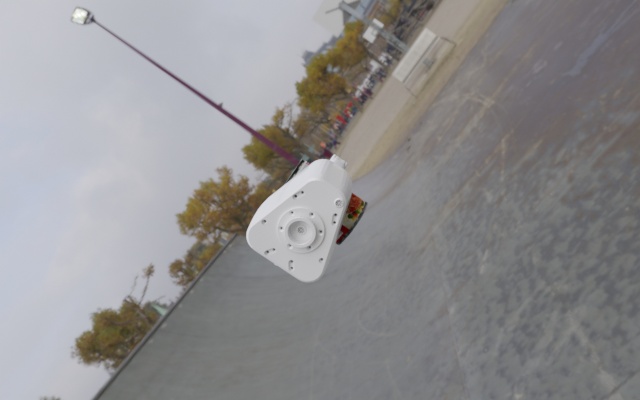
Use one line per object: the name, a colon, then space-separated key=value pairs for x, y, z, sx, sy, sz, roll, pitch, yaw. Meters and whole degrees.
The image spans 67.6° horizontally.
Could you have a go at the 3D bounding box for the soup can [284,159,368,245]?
soup can: x=0.000 y=0.002 z=0.619 sx=0.102 sy=0.068 sz=0.068 roll=34 pitch=-3 yaw=-4
